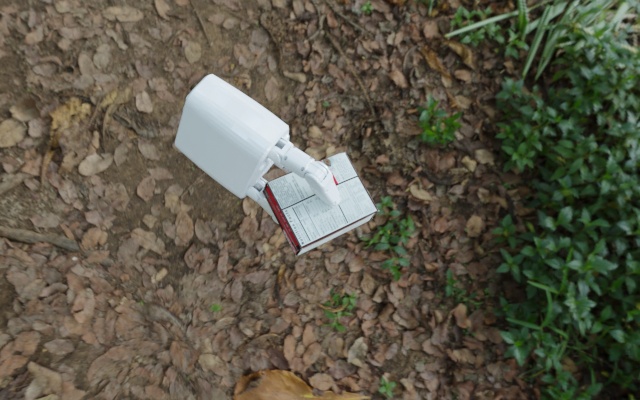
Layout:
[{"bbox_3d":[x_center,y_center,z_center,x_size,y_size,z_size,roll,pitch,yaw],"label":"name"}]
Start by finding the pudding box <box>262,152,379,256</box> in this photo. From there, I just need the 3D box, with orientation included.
[{"bbox_3d":[0.000,0.002,0.571,0.113,0.090,0.039,-24,-11,-19],"label":"pudding box"}]
